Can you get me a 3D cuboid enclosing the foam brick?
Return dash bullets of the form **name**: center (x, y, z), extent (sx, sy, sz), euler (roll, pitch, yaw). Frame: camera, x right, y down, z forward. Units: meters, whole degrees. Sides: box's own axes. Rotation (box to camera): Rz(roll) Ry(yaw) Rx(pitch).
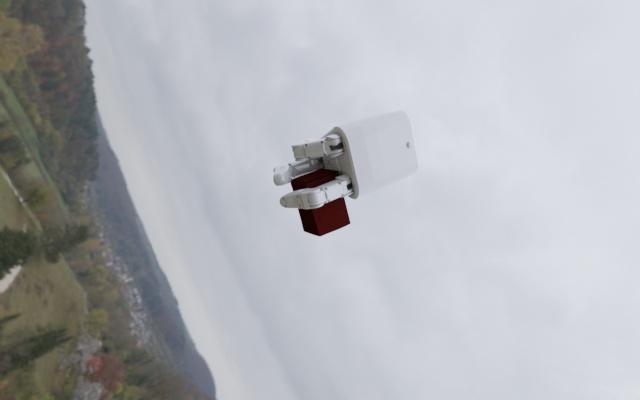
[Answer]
- **foam brick**: center (0.000, 0.002, 0.649), extent (0.051, 0.078, 0.053), euler (-21, 16, -24)
